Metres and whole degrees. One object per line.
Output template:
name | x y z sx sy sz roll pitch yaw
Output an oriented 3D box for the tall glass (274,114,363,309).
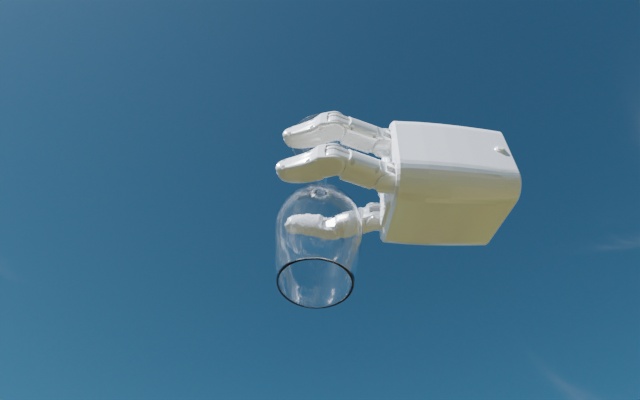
tall glass | 0.000 0.001 0.449 0.079 0.079 0.200 0 41 4
